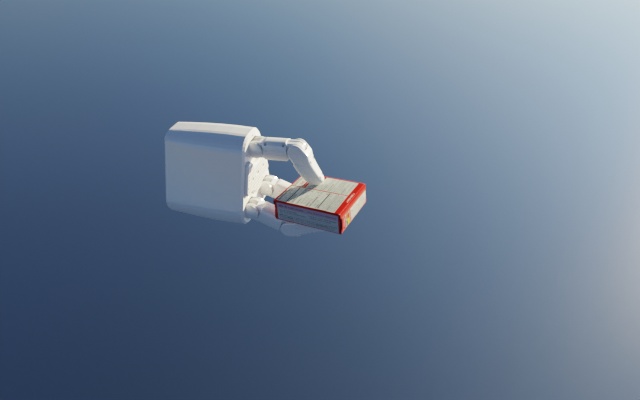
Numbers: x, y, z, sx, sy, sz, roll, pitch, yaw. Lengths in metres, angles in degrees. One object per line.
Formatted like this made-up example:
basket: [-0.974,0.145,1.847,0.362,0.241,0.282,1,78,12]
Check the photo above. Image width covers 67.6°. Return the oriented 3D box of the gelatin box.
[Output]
gelatin box: [0.000,0.002,0.569,0.089,0.030,0.073,11,35,25]
